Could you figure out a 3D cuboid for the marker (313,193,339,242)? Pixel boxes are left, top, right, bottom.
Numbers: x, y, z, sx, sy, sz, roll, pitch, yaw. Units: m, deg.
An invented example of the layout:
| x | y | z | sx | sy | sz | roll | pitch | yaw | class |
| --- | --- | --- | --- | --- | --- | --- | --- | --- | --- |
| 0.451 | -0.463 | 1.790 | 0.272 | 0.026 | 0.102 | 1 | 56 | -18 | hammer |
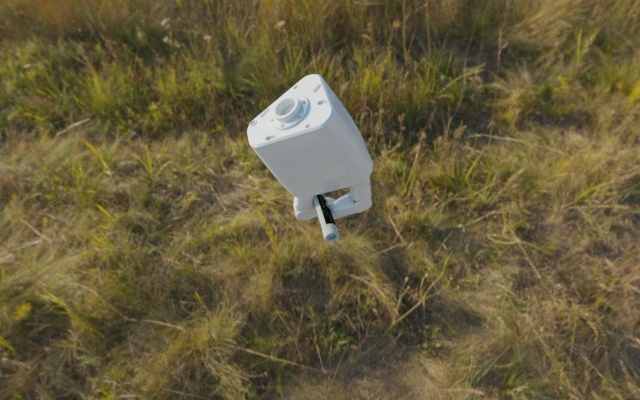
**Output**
| x | y | z | sx | sy | sz | roll | pitch | yaw | class |
| --- | --- | --- | --- | --- | --- | --- | --- | --- | --- |
| 0.000 | 0.002 | 0.623 | 0.020 | 0.121 | 0.020 | -10 | -41 | -9 | marker |
